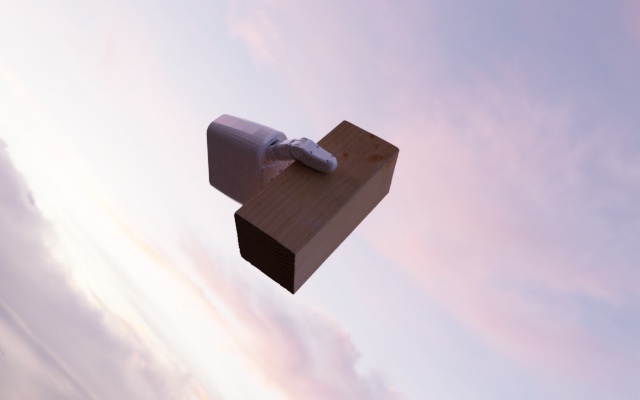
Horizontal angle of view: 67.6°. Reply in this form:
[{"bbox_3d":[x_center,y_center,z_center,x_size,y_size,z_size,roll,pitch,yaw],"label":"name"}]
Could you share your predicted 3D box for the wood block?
[{"bbox_3d":[0.000,0.001,0.591,0.090,0.091,0.206,32,56,22],"label":"wood block"}]
